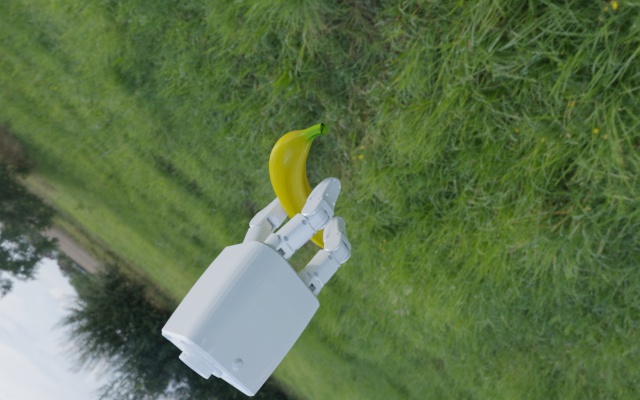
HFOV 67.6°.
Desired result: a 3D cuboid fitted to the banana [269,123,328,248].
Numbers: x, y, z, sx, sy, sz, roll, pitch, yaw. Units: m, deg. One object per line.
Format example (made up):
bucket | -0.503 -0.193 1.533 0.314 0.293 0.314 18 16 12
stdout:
banana | -0.017 -0.006 0.518 0.069 0.037 0.198 19 -34 24
